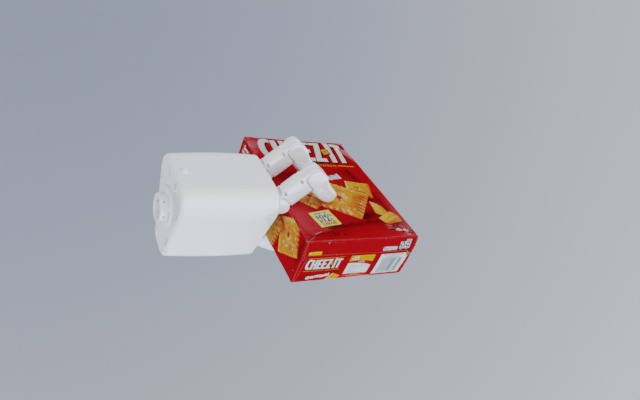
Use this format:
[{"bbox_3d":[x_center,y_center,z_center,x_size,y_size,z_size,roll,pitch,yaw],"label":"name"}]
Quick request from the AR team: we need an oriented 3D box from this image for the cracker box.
[{"bbox_3d":[0.000,0.002,0.618,0.164,0.072,0.213,1,38,-33],"label":"cracker box"}]
